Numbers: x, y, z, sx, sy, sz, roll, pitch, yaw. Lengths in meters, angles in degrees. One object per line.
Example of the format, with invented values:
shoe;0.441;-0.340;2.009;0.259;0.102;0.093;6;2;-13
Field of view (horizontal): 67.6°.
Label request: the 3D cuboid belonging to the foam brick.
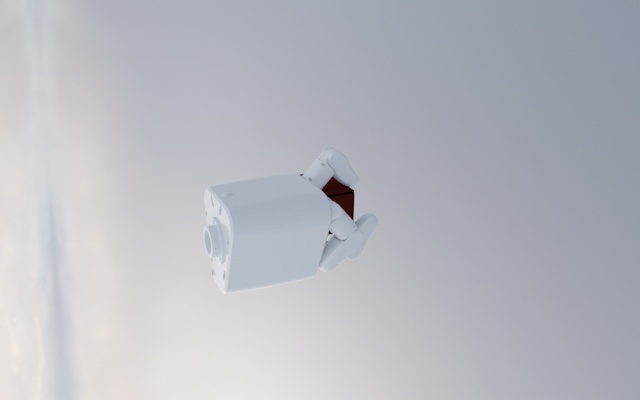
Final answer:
foam brick;0.000;0.002;0.585;0.051;0.053;0.078;-12;27;-25
